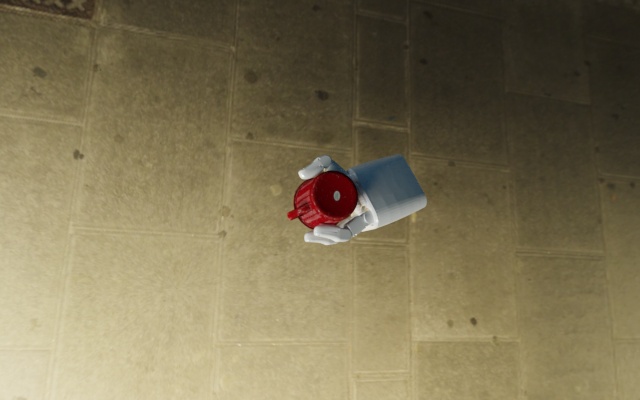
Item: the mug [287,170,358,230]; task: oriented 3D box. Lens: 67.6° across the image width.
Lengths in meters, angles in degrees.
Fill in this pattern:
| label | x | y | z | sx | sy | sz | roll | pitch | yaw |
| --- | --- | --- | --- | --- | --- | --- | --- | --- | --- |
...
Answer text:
| label | x | y | z | sx | sy | sz | roll | pitch | yaw |
| --- | --- | --- | --- | --- | --- | --- | --- | --- | --- |
| mug | -0.001 | 0.003 | 0.772 | 0.117 | 0.093 | 0.081 | -21 | -3 | -21 |
